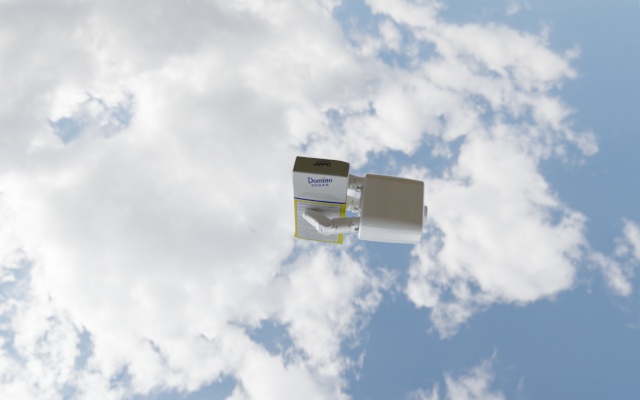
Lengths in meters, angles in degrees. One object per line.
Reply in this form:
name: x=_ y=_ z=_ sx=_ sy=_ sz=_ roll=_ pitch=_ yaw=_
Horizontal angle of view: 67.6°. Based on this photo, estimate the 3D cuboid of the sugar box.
sugar box: x=0.000 y=0.002 z=0.838 sx=0.093 sy=0.176 sz=0.048 roll=7 pitch=45 yaw=4
